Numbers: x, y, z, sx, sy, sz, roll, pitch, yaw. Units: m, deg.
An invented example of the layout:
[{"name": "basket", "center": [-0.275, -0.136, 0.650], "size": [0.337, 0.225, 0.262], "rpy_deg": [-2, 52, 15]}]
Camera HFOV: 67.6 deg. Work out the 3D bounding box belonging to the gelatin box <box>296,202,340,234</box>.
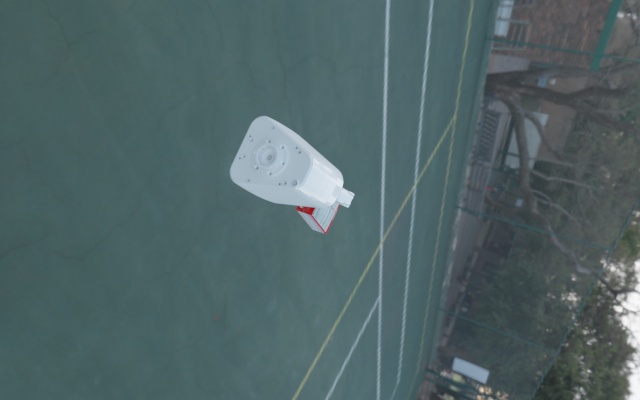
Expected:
[{"name": "gelatin box", "center": [0.001, 0.003, 0.746], "size": [0.030, 0.073, 0.089], "rpy_deg": [18, -17, 24]}]
